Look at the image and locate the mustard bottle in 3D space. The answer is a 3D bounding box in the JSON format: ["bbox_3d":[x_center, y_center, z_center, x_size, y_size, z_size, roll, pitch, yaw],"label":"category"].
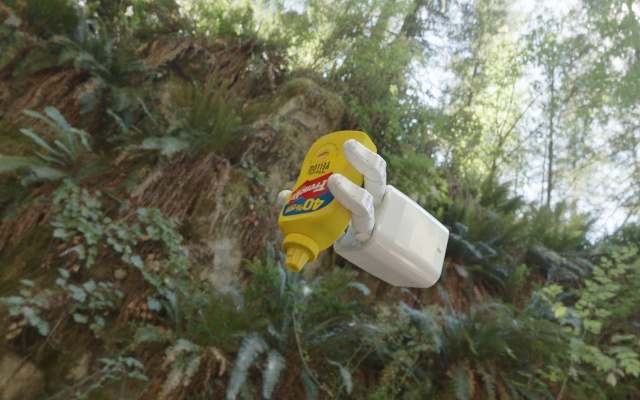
[{"bbox_3d":[0.000,0.001,0.575,0.096,0.191,0.058,-9,-45,37],"label":"mustard bottle"}]
